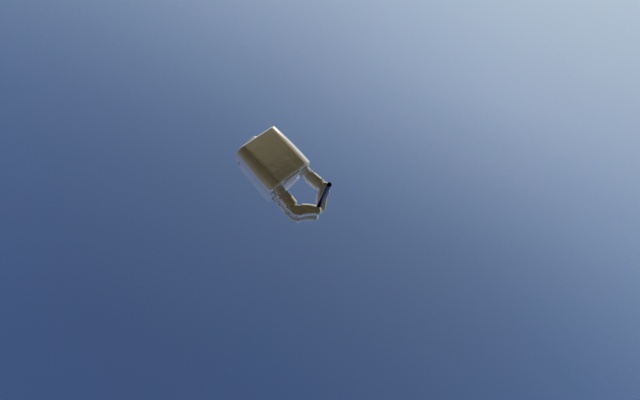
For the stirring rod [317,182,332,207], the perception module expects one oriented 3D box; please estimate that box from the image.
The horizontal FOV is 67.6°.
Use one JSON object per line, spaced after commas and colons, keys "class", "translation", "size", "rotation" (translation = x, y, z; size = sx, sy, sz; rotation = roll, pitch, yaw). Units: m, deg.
{"class": "stirring rod", "translation": [0.000, 0.003, 0.888], "size": [0.011, 0.011, 0.239], "rotation": [0, -14, -7]}
